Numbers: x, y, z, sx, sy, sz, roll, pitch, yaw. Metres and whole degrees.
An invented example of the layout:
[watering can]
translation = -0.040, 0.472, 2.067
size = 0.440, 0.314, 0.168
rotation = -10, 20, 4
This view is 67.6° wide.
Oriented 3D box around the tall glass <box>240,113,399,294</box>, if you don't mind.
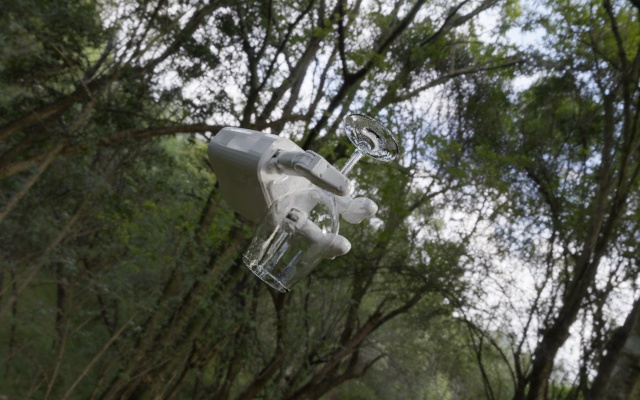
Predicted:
[tall glass]
translation = 0.001, 0.001, 0.514
size = 0.079, 0.201, 0.079
rotation = 33, -21, 14
